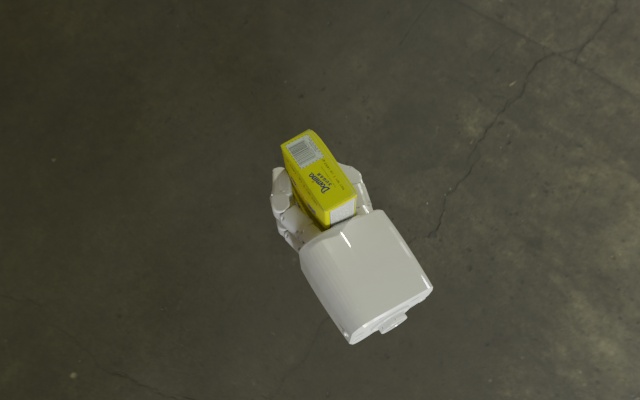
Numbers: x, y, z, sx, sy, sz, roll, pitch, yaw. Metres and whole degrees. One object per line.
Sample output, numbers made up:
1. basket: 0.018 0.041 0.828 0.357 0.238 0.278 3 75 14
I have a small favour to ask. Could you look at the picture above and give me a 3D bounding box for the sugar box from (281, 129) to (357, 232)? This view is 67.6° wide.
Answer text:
1. sugar box: 0.000 0.002 0.565 0.048 0.093 0.176 -28 -22 -12
